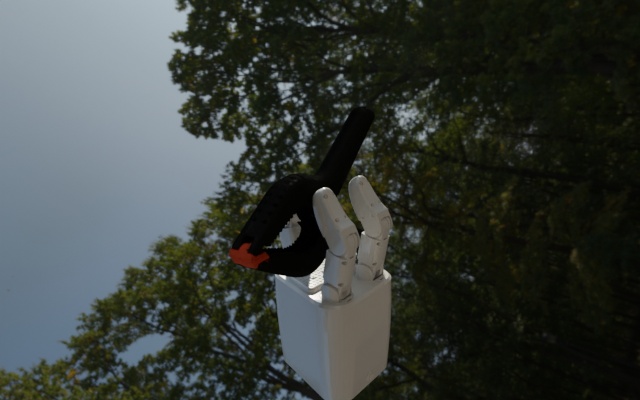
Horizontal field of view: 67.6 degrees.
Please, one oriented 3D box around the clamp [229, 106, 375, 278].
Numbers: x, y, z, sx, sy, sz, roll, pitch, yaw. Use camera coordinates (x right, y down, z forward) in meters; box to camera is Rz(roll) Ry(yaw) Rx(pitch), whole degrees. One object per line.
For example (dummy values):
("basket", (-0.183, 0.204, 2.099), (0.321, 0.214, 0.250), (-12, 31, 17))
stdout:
("clamp", (-0.001, 0.002, 0.452), (0.036, 0.164, 0.210), (7, 18, 39))
